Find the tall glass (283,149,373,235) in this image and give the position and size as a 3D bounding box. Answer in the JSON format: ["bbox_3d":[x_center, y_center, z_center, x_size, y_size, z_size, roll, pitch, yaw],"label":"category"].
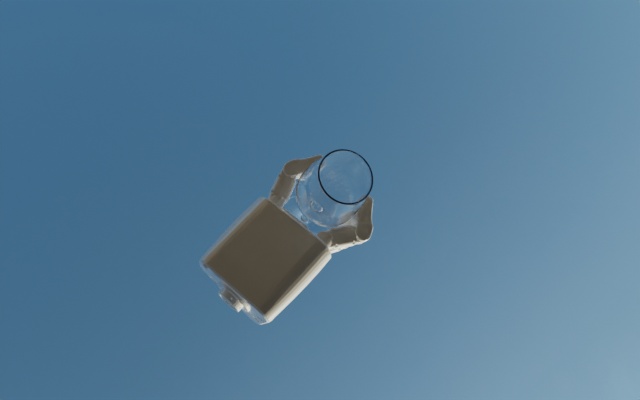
[{"bbox_3d":[0.000,0.002,0.591,0.079,0.079,0.201,0,-16,-17],"label":"tall glass"}]
